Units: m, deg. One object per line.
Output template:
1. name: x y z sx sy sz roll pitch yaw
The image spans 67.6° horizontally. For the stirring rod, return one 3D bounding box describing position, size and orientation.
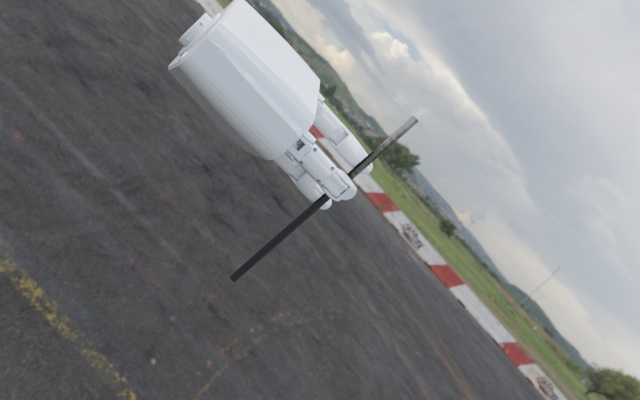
1. stirring rod: 0.000 0.002 0.467 0.239 0.011 0.011 -41 -8 9
